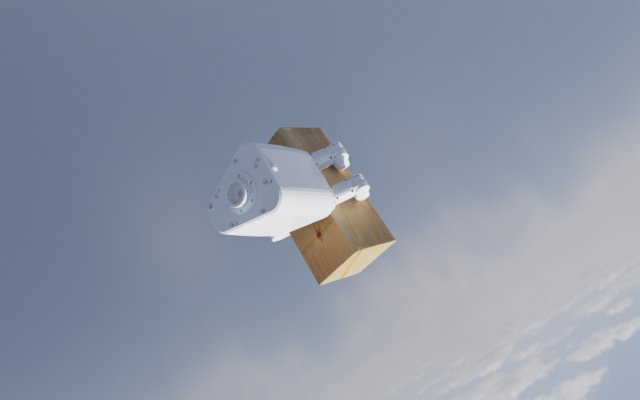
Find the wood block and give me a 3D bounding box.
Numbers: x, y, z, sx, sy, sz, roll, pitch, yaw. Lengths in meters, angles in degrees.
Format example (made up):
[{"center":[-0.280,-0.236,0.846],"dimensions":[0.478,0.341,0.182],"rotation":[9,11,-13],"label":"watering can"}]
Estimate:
[{"center":[0.000,0.003,0.678],"dimensions":[0.090,0.206,0.091],"rotation":[-9,-30,-46],"label":"wood block"}]
